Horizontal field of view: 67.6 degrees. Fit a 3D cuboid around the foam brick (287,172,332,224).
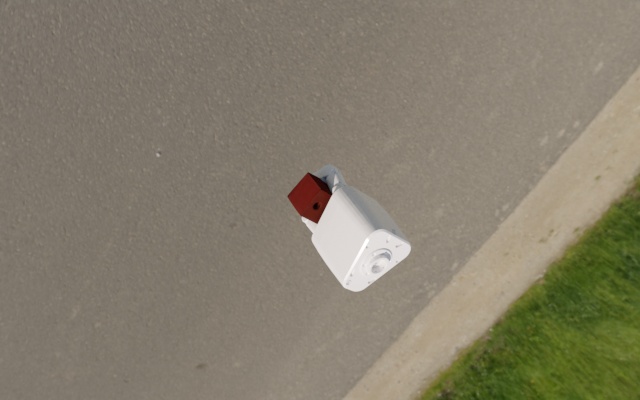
[{"bbox_3d":[0.000,0.002,0.735,0.078,0.053,0.051,28,18,-40],"label":"foam brick"}]
